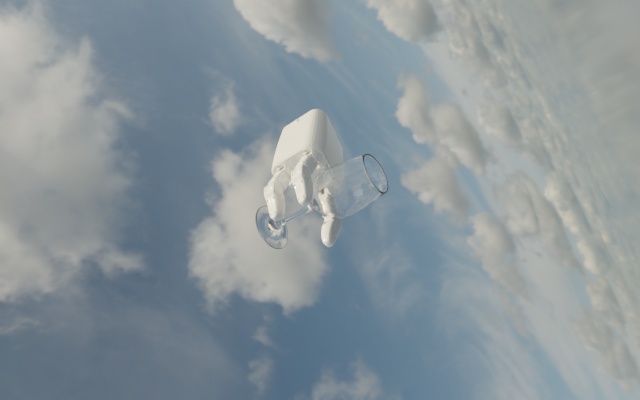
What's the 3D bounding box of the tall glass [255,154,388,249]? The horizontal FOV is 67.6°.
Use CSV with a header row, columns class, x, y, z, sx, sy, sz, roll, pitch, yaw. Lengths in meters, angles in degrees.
class,x,y,z,sx,sy,sz,roll,pitch,yaw
tall glass,0.000,0.003,0.711,0.201,0.079,0.079,-27,-14,29
